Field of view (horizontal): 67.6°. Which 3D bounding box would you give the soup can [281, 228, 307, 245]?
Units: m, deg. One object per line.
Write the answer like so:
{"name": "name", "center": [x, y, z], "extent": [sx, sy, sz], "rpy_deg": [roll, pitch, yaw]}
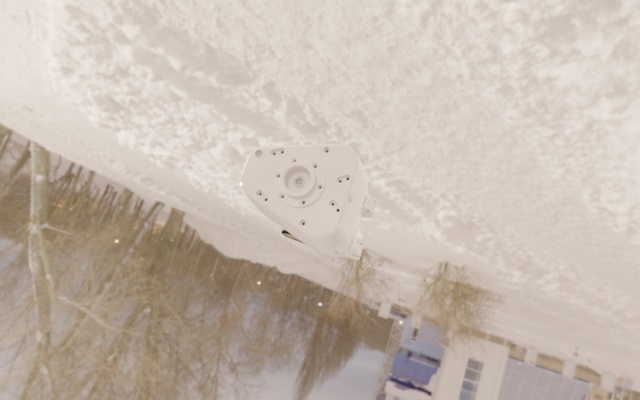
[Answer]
{"name": "soup can", "center": [0.000, 0.002, 0.572], "extent": [0.068, 0.102, 0.068], "rpy_deg": [17, -11, 3]}
